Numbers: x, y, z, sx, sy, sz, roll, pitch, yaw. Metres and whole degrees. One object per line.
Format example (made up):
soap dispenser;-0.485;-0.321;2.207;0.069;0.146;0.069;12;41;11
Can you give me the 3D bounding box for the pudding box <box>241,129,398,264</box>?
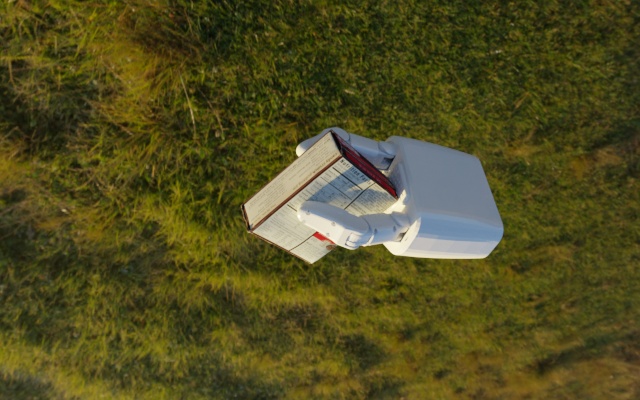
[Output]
pudding box;0.000;0.002;0.432;0.113;0.039;0.090;-40;-46;17
